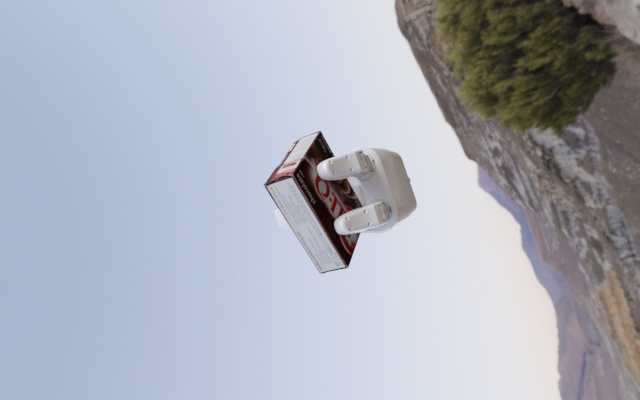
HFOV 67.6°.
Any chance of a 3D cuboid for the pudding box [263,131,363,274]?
[{"bbox_3d":[0.000,0.002,0.474,0.039,0.113,0.090,-20,25,28],"label":"pudding box"}]
